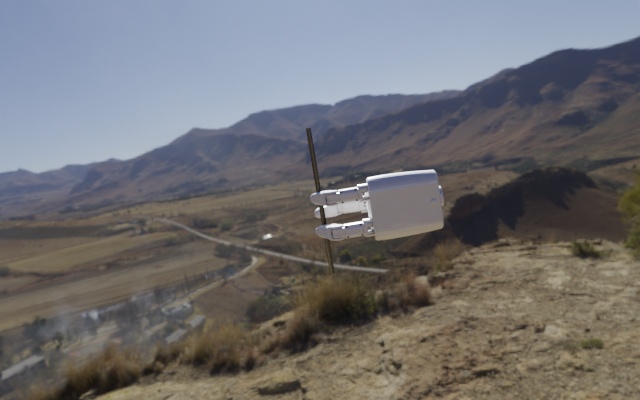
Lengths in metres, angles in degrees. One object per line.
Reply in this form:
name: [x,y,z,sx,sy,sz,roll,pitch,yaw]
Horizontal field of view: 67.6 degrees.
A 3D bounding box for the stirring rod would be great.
stirring rod: [0.000,0.003,0.776,0.011,0.239,0.011,-9,7,1]
